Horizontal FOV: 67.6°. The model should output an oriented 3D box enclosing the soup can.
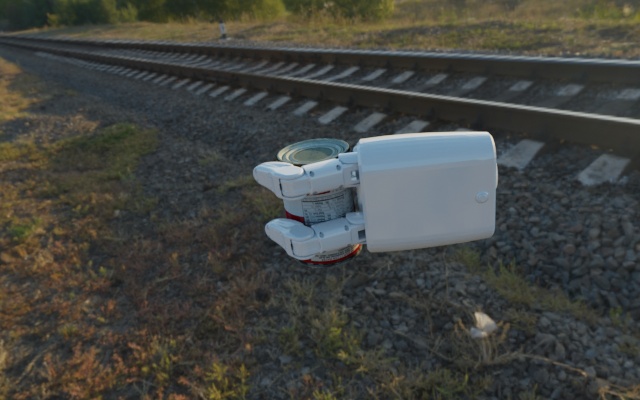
[{"bbox_3d":[0.000,0.001,0.442,0.068,0.102,0.068,-7,25,3],"label":"soup can"}]
